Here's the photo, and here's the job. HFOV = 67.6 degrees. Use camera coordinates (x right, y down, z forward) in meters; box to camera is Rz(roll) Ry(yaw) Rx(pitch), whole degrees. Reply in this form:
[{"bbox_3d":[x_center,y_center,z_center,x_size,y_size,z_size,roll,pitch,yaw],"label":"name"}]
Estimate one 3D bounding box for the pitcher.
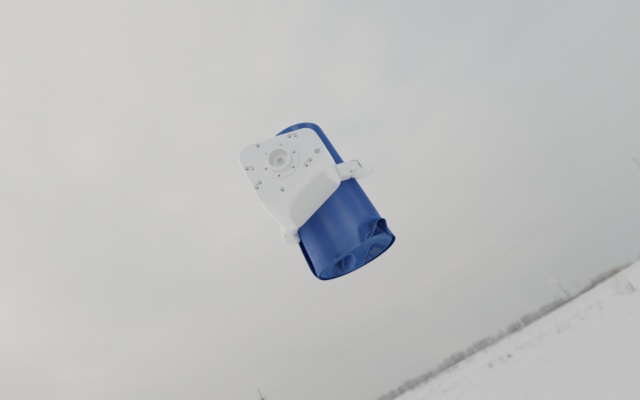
[{"bbox_3d":[0.000,0.002,0.775,0.149,0.242,0.145,-30,-22,3],"label":"pitcher"}]
